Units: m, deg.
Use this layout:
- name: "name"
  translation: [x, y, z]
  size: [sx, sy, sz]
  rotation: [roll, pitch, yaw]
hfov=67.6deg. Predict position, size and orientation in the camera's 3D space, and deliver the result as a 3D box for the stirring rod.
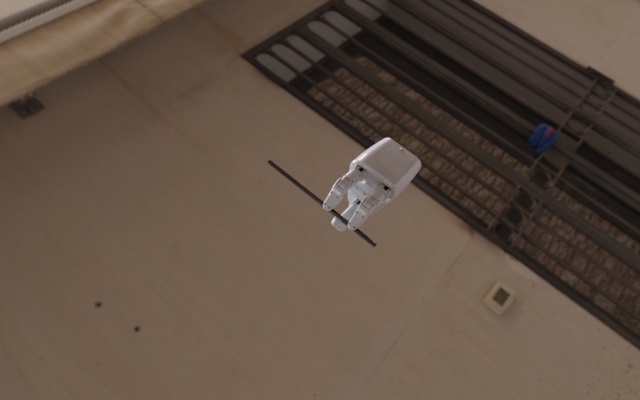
- name: "stirring rod"
  translation: [0.000, 0.003, 0.823]
  size: [0.239, 0.011, 0.011]
  rotation: [38, 11, 14]
